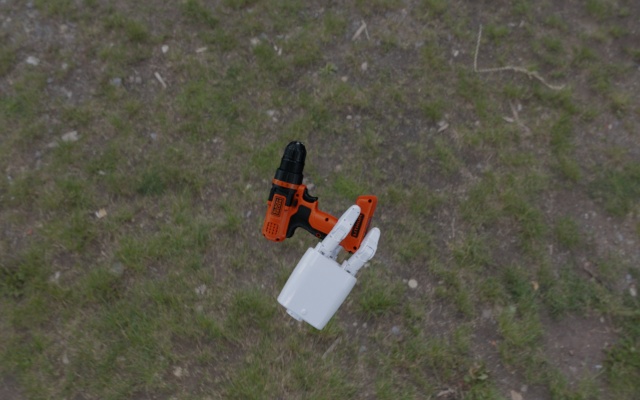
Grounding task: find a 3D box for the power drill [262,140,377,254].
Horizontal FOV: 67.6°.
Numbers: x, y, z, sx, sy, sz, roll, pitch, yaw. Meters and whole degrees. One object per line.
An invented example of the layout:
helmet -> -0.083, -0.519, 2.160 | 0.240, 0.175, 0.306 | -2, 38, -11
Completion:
power drill -> 0.000, 0.003, 0.839 | 0.187, 0.184, 0.057 | 17, 9, 14
